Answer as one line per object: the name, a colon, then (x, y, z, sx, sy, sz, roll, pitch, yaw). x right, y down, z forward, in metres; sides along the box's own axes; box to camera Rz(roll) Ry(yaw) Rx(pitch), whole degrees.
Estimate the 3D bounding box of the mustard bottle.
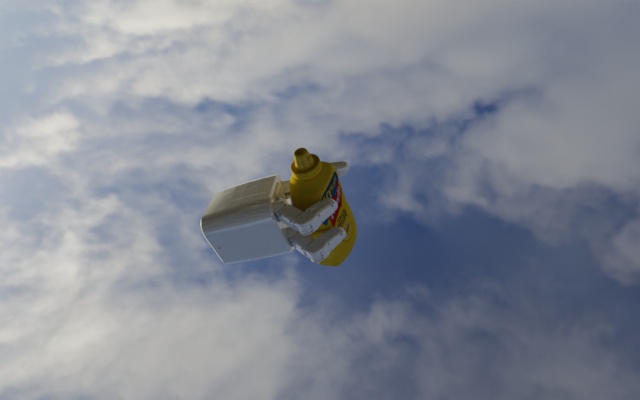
mustard bottle: (0.001, 0.002, 0.679, 0.058, 0.096, 0.192, 5, -41, 27)
